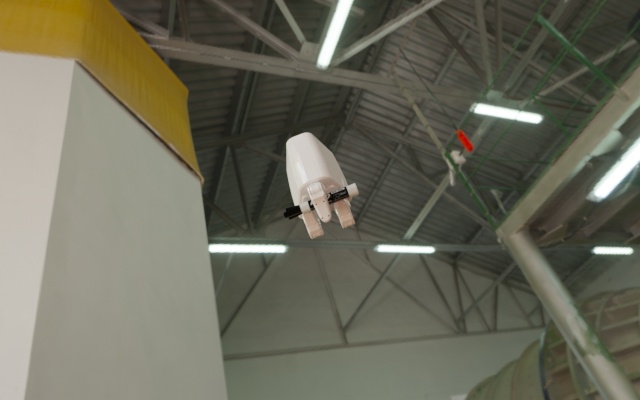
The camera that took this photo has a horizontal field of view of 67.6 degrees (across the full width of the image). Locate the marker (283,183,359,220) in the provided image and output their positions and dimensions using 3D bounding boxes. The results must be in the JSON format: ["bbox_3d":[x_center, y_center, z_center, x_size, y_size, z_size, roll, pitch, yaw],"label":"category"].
[{"bbox_3d":[0.000,0.002,0.742,0.121,0.020,0.020,-20,-1,2],"label":"marker"}]
